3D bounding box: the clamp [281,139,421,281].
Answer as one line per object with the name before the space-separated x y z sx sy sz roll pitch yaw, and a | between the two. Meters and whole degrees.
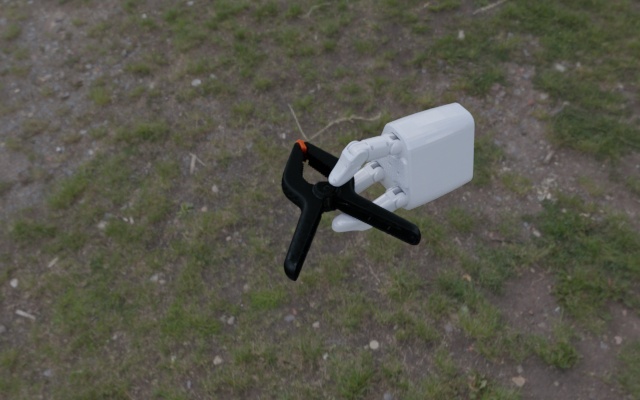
clamp | 0.000 0.001 0.588 0.164 0.036 0.210 -19 51 -20
